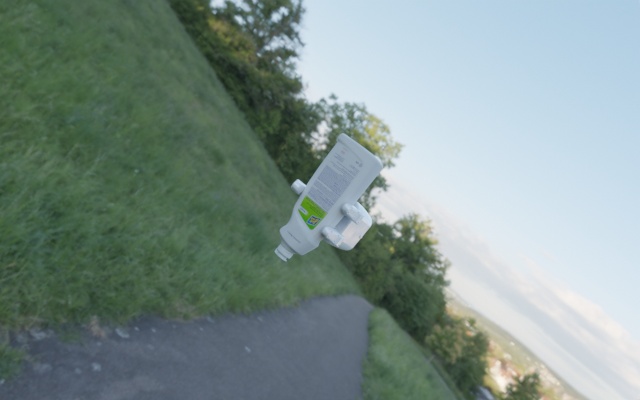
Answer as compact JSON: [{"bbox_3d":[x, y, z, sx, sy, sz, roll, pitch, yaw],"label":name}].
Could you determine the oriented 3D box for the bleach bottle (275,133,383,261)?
[{"bbox_3d":[0.000,0.003,0.887,0.102,0.251,0.068,41,2,29],"label":"bleach bottle"}]
